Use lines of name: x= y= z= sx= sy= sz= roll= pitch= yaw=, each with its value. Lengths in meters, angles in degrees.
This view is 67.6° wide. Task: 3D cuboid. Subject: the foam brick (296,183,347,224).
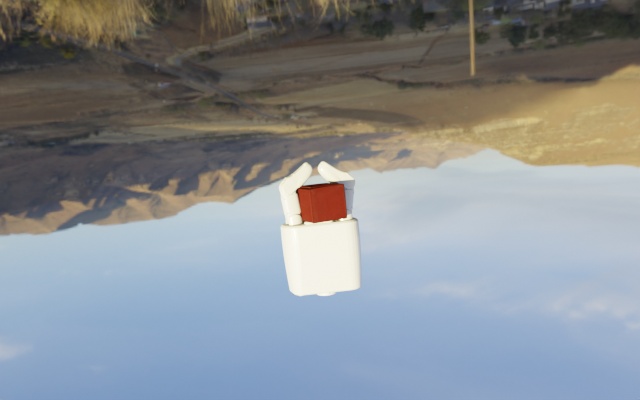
foam brick: x=0.000 y=0.002 z=0.701 sx=0.053 sy=0.051 sz=0.078 roll=-7 pitch=5 yaw=-18
